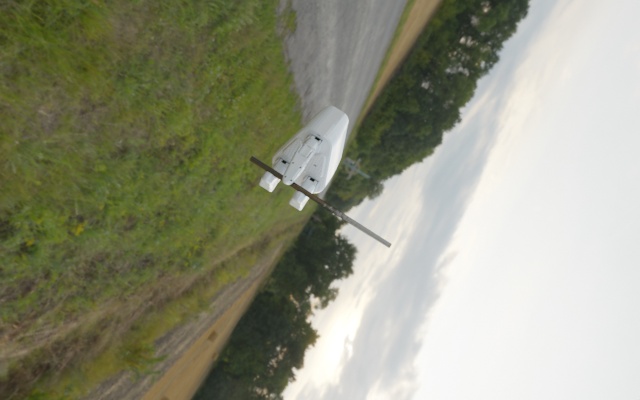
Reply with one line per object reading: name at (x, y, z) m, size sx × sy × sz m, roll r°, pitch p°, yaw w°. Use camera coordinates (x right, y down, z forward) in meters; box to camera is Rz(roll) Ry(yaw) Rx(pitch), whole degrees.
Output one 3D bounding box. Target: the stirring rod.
stirring rod at (0.000, 0.002, 0.696) m, size 0.239 × 0.011 × 0.011 m, roll 32°, pitch 0°, yaw 0°
